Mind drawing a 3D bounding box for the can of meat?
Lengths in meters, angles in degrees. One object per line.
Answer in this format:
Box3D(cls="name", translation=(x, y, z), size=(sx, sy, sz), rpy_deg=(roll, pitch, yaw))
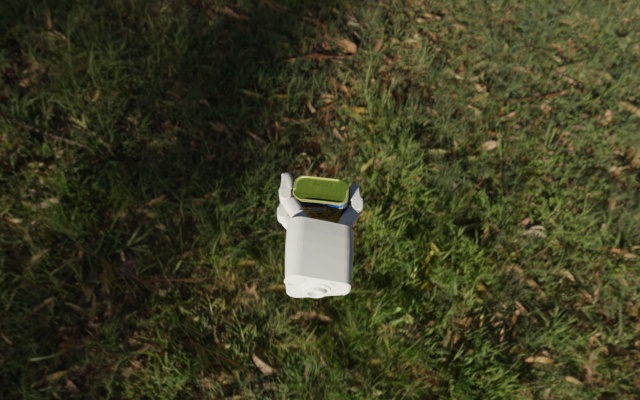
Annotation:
Box3D(cls="can of meat", translation=(0.000, 0.003, 0.847), size=(0.102, 0.057, 0.084), rpy_deg=(6, -32, 2))
